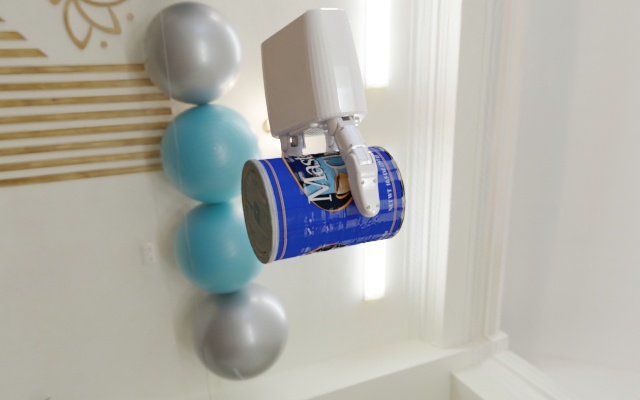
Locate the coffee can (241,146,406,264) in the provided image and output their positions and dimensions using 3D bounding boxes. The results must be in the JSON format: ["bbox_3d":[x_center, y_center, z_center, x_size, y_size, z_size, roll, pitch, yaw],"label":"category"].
[{"bbox_3d":[0.000,0.002,0.489,0.140,0.103,0.103,-9,3,-22],"label":"coffee can"}]
